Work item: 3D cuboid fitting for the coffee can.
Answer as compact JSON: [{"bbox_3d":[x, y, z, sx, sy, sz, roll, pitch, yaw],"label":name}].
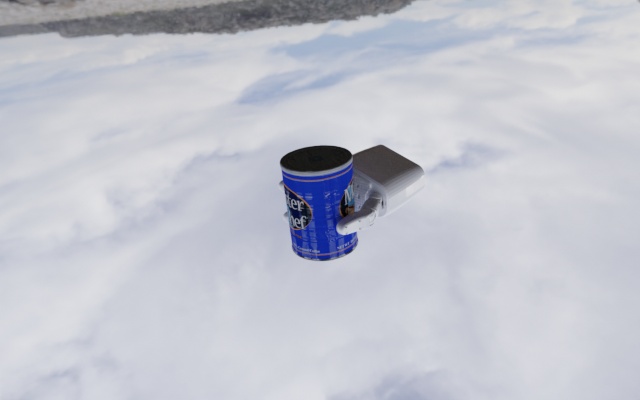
[{"bbox_3d":[0.000,0.002,0.697,0.103,0.140,0.102,-5,26,2],"label":"coffee can"}]
